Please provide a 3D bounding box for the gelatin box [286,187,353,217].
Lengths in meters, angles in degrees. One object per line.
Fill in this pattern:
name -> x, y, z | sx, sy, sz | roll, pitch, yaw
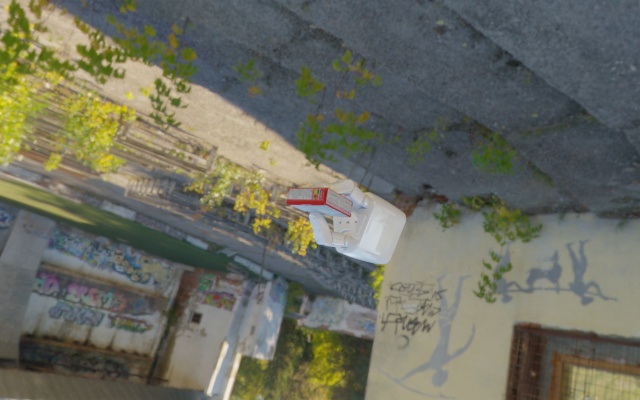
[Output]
gelatin box -> 0.000, 0.003, 0.770 | 0.073, 0.030, 0.089 | 1, -13, 32
